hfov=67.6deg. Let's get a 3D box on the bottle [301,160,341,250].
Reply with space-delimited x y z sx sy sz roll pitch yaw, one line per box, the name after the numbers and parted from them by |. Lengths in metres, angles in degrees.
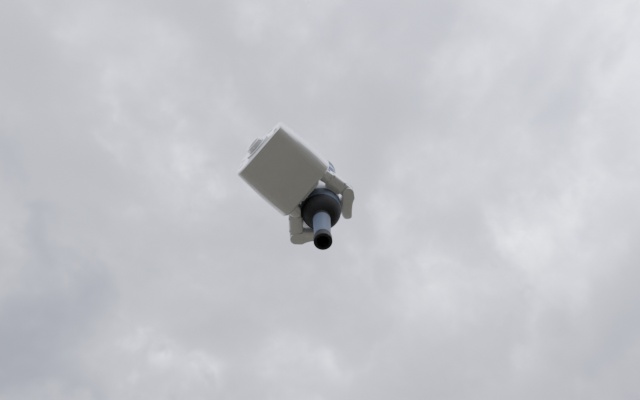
0.000 0.003 0.816 0.069 0.069 0.295 0 23 -1 | bottle
